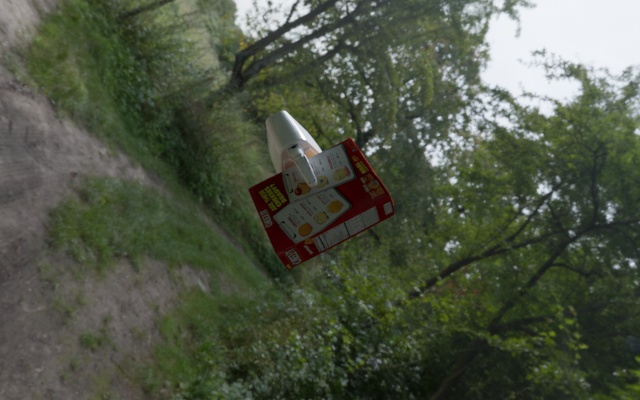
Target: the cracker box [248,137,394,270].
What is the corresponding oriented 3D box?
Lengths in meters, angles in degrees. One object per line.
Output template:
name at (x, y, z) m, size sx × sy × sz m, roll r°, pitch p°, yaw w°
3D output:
cracker box at (0.000, 0.003, 0.852) m, size 0.213 × 0.164 × 0.072 m, roll -28°, pitch -39°, yaw -2°
